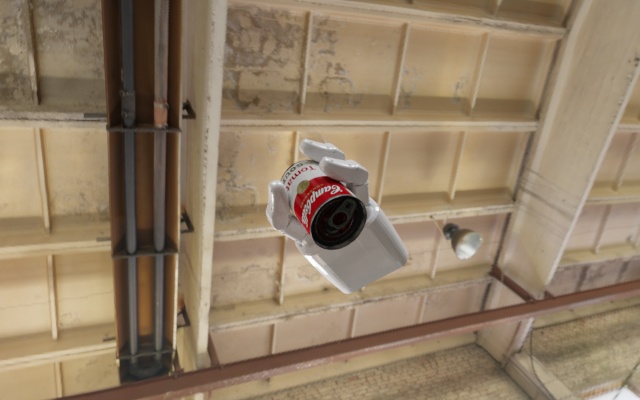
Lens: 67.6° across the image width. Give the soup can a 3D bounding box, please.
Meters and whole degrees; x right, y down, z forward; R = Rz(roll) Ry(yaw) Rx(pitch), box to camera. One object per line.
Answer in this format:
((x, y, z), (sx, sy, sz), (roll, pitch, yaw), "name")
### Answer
((0.000, 0.001, 0.553), (0.068, 0.068, 0.102), (0, 27, -27), "soup can")
